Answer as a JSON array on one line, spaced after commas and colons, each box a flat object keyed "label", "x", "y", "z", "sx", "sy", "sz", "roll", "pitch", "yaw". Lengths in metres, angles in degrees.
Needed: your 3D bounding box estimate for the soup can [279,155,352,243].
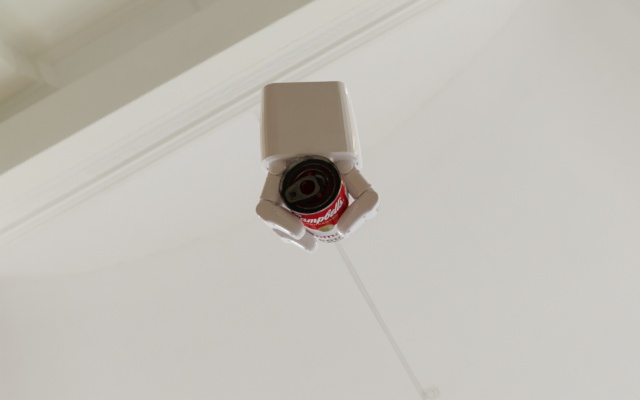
[{"label": "soup can", "x": 0.000, "y": 0.002, "z": 0.542, "sx": 0.068, "sy": 0.068, "sz": 0.102, "roll": 0, "pitch": -22, "yaw": 14}]
